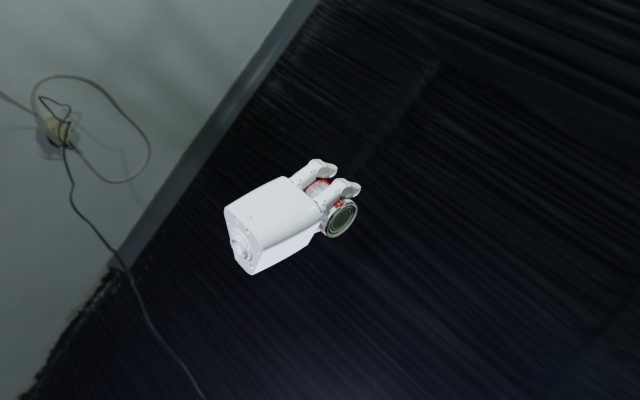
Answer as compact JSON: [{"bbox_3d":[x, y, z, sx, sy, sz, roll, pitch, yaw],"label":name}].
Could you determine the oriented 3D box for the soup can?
[{"bbox_3d":[0.001,0.003,0.756,0.102,0.068,0.068,40,23,29],"label":"soup can"}]
